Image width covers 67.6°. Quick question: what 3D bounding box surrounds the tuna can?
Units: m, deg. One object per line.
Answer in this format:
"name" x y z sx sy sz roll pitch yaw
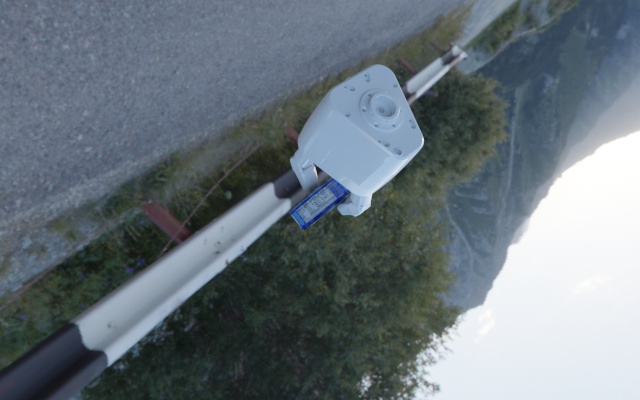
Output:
"tuna can" 0.000 0.003 0.645 0.086 0.034 0.086 -39 -1 -1
